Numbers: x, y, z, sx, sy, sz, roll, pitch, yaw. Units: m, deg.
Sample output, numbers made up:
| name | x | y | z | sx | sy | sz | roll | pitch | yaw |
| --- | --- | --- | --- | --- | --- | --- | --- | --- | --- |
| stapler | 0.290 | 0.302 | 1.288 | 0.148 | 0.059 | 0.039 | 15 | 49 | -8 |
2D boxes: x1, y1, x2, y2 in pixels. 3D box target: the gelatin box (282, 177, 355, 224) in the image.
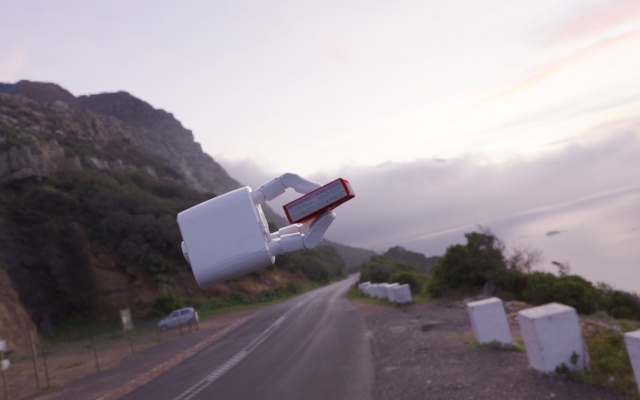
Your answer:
| name | x | y | z | sx | sy | sz | roll | pitch | yaw |
| --- | --- | --- | --- | --- | --- | --- | --- | --- | --- |
| gelatin box | 0.000 | 0.002 | 0.653 | 0.089 | 0.030 | 0.073 | -27 | -6 | 9 |
